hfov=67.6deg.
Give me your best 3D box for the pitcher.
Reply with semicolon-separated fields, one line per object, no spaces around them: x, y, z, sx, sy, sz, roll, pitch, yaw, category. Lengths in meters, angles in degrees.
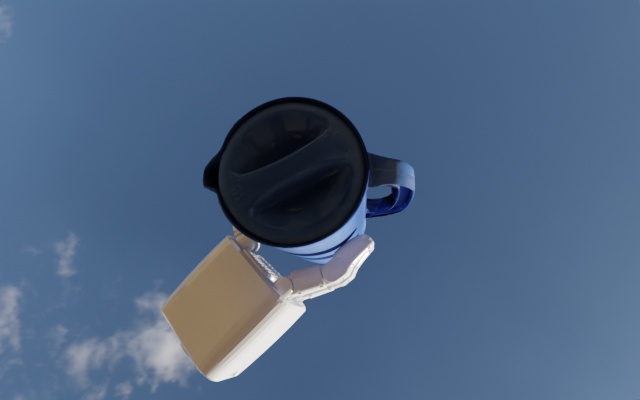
0.000;0.002;0.508;0.149;0.145;0.243;43;-4;15;pitcher
